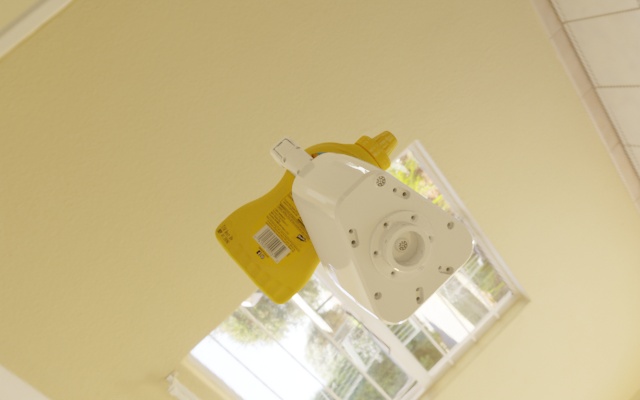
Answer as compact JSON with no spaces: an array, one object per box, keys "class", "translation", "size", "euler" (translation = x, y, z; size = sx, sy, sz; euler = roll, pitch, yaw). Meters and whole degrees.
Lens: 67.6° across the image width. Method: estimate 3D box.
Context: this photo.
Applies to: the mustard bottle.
[{"class":"mustard bottle","translation":[0.000,0.002,0.458],"size":[0.191,0.096,0.058],"euler":[-43,-6,-6]}]
